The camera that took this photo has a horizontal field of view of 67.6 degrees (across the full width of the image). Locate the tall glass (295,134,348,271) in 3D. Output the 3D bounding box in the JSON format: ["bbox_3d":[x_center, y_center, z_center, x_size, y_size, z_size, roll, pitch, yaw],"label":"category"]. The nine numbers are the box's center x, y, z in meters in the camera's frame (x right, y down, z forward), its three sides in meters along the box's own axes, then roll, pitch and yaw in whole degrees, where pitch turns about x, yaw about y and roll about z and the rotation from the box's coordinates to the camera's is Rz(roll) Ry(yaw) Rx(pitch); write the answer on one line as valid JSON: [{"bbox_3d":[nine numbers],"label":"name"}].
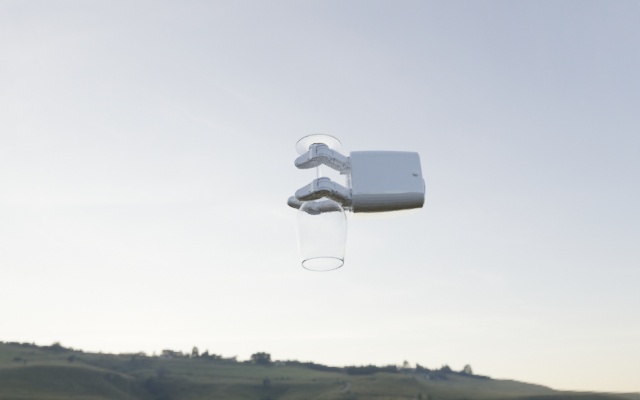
[{"bbox_3d":[0.000,0.002,0.724,0.079,0.201,0.079,-1,-26,-1],"label":"tall glass"}]
